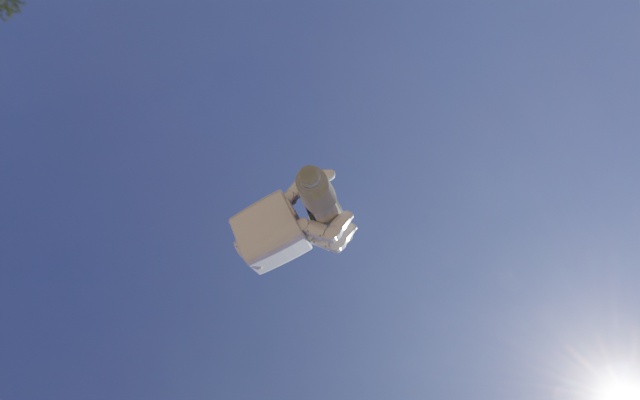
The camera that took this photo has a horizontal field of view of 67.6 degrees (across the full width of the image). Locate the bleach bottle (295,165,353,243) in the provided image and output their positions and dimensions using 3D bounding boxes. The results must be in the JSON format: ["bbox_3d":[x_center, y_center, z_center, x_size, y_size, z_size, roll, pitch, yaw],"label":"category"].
[{"bbox_3d":[0.000,0.003,0.820,0.068,0.102,0.251,-28,-25,-2],"label":"bleach bottle"}]
